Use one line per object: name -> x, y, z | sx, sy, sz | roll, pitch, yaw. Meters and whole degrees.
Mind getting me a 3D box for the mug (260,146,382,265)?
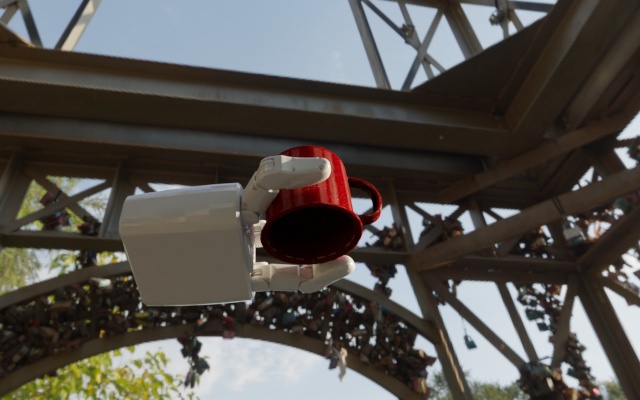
mug -> 0.001, 0.001, 0.457 | 0.117, 0.081, 0.093 | -4, -40, -4
